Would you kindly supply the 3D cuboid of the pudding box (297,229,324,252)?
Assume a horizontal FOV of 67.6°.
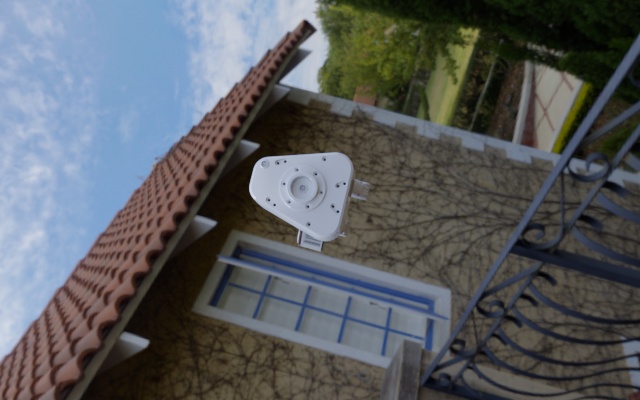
[{"bbox_3d":[0.000,0.002,0.686,0.039,0.113,0.090,14,25,3],"label":"pudding box"}]
